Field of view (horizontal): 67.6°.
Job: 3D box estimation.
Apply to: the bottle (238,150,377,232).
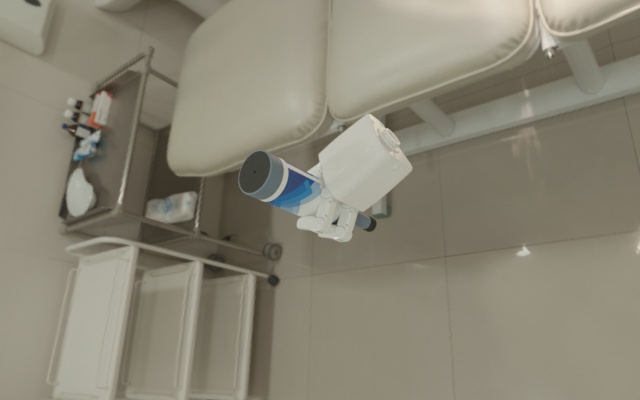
[{"bbox_3d":[0.000,0.002,0.768,0.069,0.069,0.296,0,-17,41],"label":"bottle"}]
